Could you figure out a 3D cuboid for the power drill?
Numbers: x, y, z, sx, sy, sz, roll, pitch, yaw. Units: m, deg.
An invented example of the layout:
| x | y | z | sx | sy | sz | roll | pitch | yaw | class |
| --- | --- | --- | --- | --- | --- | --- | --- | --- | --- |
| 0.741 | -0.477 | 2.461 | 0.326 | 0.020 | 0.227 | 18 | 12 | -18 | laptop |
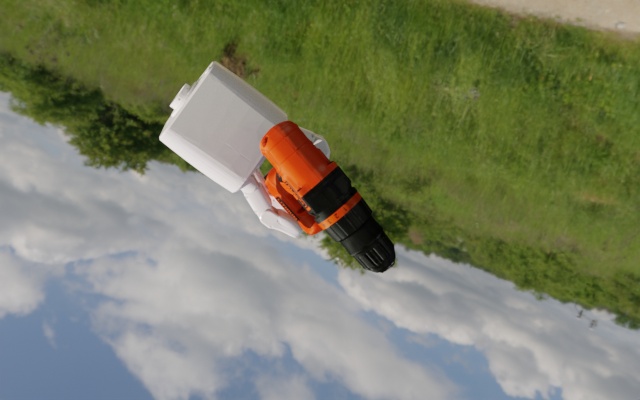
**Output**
| x | y | z | sx | sy | sz | roll | pitch | yaw | class |
| --- | --- | --- | --- | --- | --- | --- | --- | --- | --- |
| 0.000 | 0.002 | 0.548 | 0.057 | 0.184 | 0.187 | -39 | 4 | -11 | power drill |
